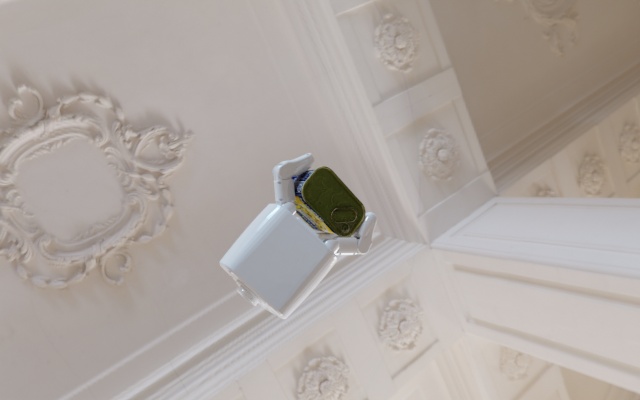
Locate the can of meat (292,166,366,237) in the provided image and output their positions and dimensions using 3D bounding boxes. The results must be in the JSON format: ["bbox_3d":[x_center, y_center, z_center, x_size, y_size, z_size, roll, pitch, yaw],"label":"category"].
[{"bbox_3d":[0.000,0.002,0.670,0.102,0.057,0.084,46,-19,-21],"label":"can of meat"}]
